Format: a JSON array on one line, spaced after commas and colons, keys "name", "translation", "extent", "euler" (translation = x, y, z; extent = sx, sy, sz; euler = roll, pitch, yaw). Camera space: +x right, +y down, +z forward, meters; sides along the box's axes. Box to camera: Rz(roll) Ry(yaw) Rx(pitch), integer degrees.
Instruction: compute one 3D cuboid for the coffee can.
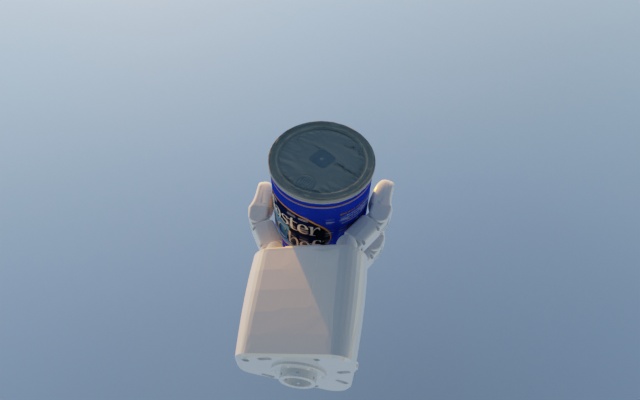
[{"name": "coffee can", "translation": [0.000, 0.001, 0.509], "extent": [0.103, 0.102, 0.140], "euler": [0, -37, -1]}]
